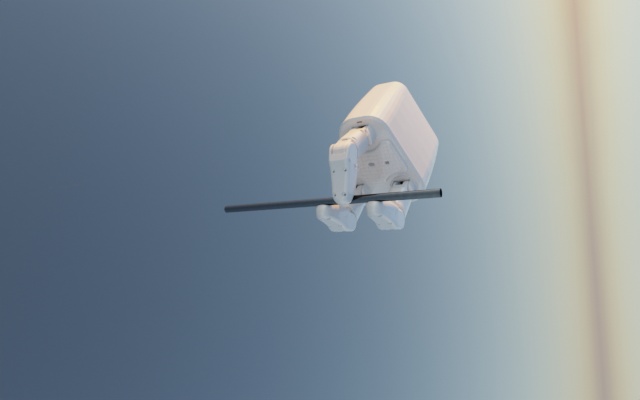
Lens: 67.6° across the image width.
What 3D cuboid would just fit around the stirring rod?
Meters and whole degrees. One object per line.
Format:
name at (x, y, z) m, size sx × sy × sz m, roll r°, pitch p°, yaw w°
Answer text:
stirring rod at (0.000, 0.001, 0.473) m, size 0.239 × 0.011 × 0.011 m, roll -4°, pitch -2°, yaw 29°
